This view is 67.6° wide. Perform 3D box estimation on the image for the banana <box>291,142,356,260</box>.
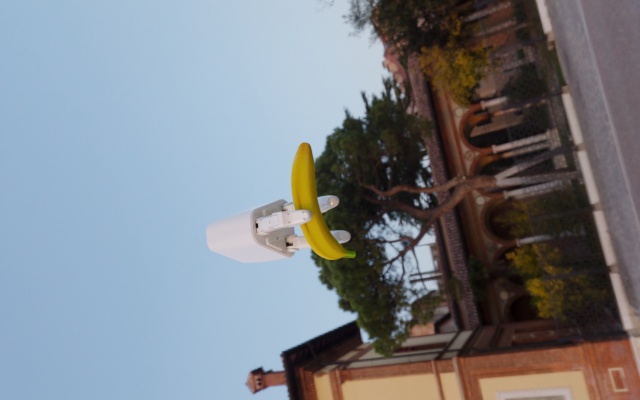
[{"bbox_3d":[-0.009,0.012,0.723,0.037,0.198,0.069,-12,15,41],"label":"banana"}]
